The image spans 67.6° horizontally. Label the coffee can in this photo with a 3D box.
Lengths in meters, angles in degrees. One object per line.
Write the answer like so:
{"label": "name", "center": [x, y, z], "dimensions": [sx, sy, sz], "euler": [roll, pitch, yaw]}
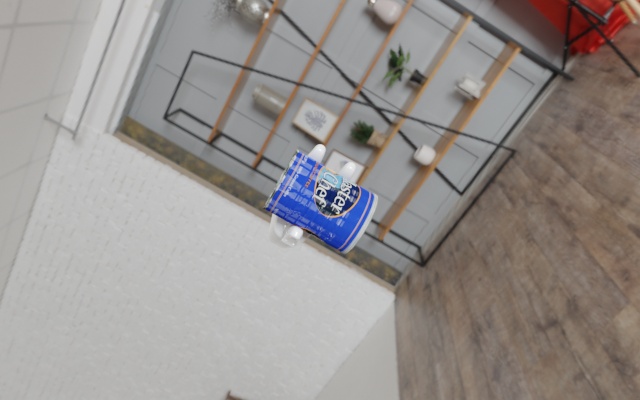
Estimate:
{"label": "coffee can", "center": [0.000, 0.002, 0.716], "dimensions": [0.140, 0.103, 0.103], "euler": [30, -4, -7]}
